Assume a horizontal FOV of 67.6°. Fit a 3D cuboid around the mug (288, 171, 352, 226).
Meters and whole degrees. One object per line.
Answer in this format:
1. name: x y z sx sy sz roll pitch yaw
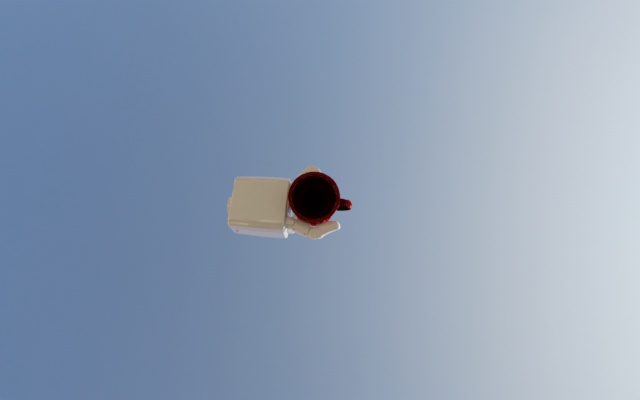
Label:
1. mug: 0.002 0.003 0.883 0.117 0.093 0.081 5 -13 0
